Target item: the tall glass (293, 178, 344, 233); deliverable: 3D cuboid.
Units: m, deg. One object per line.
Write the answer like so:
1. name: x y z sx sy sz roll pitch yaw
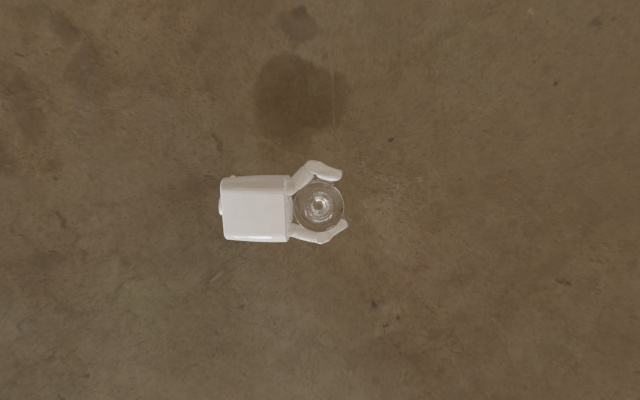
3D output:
1. tall glass: 0.000 0.003 0.790 0.079 0.079 0.201 0 4 2
